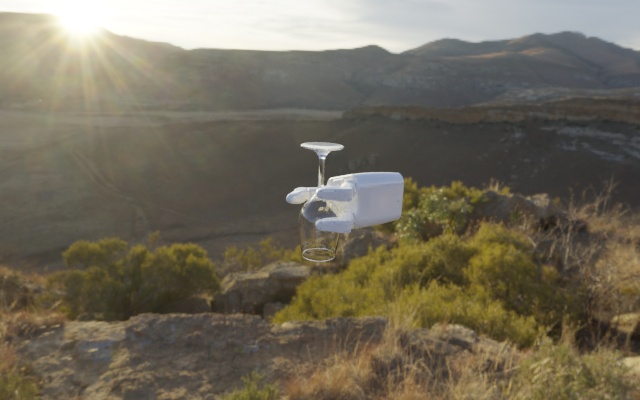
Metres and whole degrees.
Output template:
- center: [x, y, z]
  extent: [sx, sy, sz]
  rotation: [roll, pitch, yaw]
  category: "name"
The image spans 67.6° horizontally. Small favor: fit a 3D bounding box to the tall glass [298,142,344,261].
- center: [0.000, 0.002, 0.839]
  extent: [0.079, 0.201, 0.079]
  rotation: [2, 15, -1]
  category: "tall glass"
